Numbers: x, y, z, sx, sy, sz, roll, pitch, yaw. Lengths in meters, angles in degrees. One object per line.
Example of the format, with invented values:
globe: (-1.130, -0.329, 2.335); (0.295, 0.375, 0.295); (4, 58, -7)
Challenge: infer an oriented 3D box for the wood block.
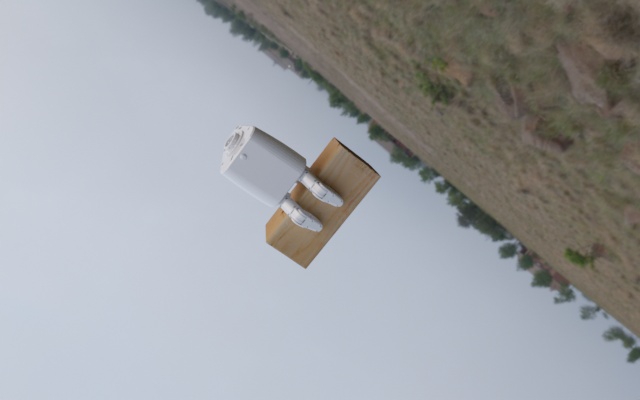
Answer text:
wood block: (0.000, 0.003, 0.838); (0.090, 0.206, 0.090); (36, 11, -16)
